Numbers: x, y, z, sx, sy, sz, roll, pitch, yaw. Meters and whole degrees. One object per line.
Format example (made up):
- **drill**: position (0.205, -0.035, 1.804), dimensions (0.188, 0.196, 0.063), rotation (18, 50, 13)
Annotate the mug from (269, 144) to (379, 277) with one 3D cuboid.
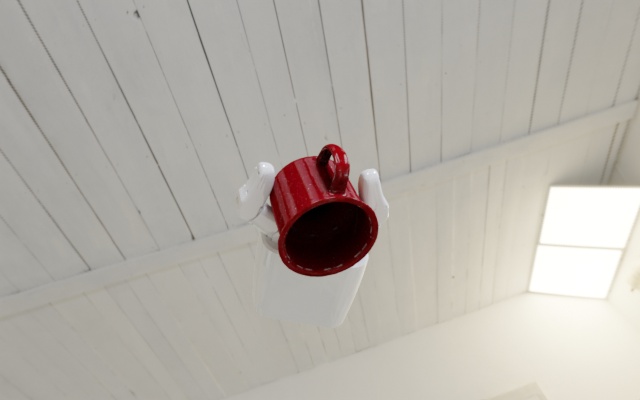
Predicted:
- **mug**: position (0.000, 0.000, 0.446), dimensions (0.093, 0.117, 0.081), rotation (1, 36, -19)
